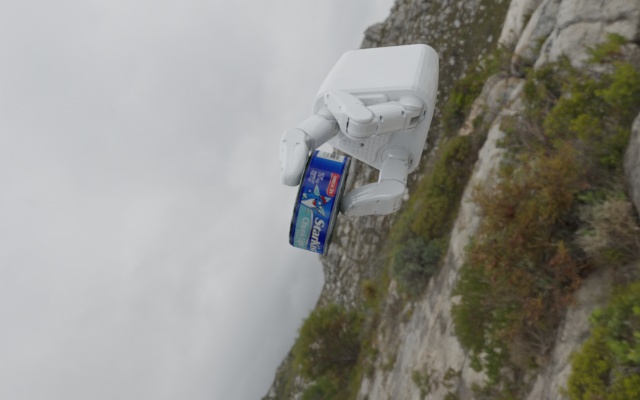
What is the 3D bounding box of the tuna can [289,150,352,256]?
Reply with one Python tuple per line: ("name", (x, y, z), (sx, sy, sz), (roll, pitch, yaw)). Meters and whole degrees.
("tuna can", (-0.001, 0.001, 0.403), (0.034, 0.086, 0.086), (14, 1, 4))
